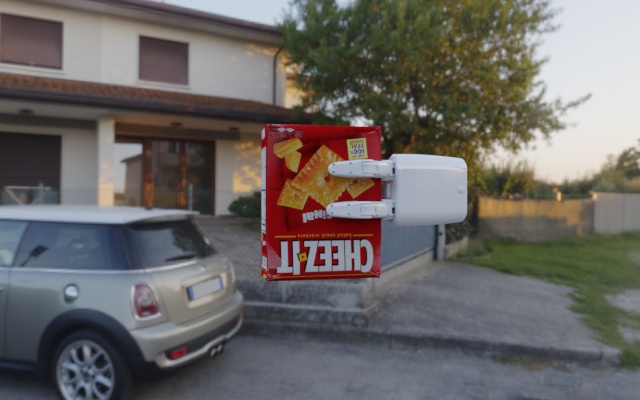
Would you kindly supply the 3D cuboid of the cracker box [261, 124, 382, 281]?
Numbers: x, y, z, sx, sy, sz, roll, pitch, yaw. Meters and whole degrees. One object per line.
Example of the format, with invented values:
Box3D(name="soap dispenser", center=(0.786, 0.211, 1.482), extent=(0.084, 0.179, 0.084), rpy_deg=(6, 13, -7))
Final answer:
Box3D(name="cracker box", center=(0.000, 0.002, 0.674), extent=(0.164, 0.213, 0.072), rpy_deg=(0, 0, -12))
